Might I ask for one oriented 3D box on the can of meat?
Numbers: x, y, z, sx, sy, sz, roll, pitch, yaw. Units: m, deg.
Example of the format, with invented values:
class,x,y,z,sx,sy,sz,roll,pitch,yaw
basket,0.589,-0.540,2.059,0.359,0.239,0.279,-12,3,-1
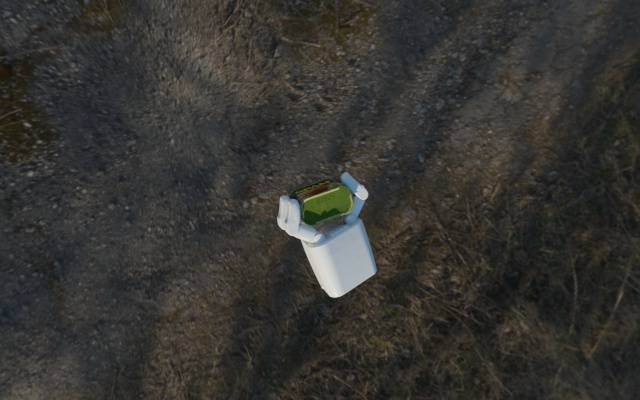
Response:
class,x,y,z,sx,sy,sz,roll,pitch,yaw
can of meat,0.000,0.003,0.854,0.102,0.057,0.084,-20,15,-12
